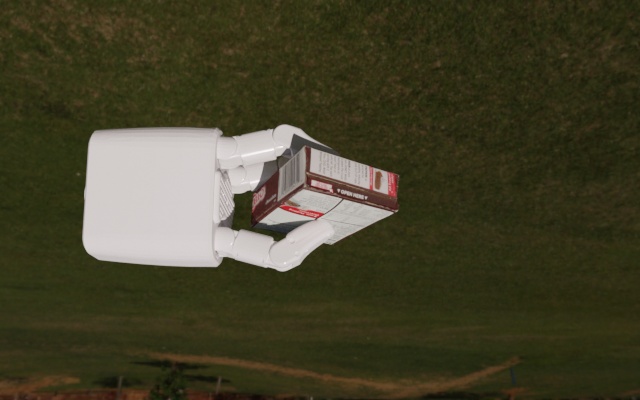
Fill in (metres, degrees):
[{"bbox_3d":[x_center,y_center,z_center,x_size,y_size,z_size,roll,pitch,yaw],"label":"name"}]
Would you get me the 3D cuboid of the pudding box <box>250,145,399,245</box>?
[{"bbox_3d":[0.000,0.002,0.418,0.090,0.039,0.113,14,-24,-25],"label":"pudding box"}]
